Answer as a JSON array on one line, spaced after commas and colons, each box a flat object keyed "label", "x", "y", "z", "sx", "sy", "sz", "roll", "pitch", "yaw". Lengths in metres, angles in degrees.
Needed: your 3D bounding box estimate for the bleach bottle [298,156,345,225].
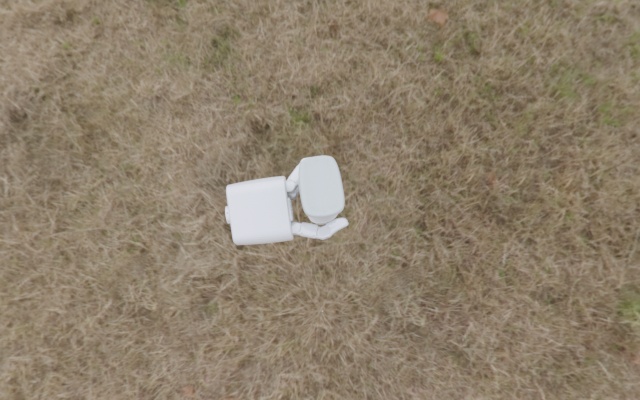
[{"label": "bleach bottle", "x": 0.000, "y": 0.003, "z": 0.859, "sx": 0.068, "sy": 0.102, "sz": 0.251, "roll": -8, "pitch": -13, "yaw": -2}]
